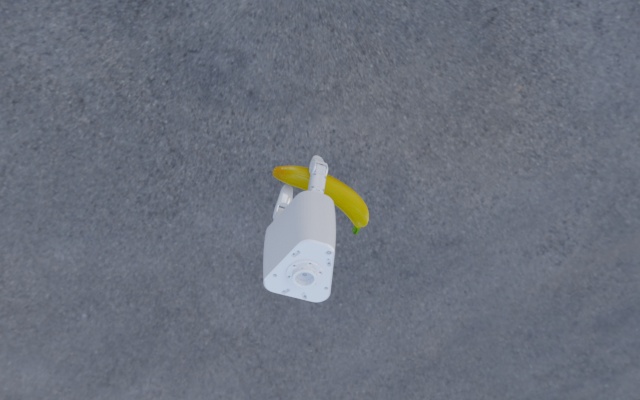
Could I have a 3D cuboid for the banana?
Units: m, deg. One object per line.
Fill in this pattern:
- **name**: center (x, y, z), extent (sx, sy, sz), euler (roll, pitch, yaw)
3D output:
- **banana**: center (0.016, -0.006, 0.764), extent (0.070, 0.037, 0.198), euler (-37, -59, 27)
